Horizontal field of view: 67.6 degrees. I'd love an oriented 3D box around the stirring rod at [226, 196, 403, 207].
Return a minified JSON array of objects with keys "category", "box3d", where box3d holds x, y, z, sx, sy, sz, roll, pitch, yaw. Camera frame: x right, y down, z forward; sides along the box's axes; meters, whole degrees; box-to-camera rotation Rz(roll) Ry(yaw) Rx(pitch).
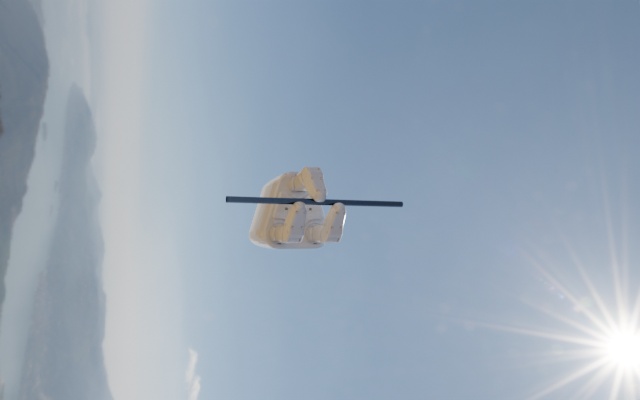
[{"category":"stirring rod","box3d":[0.000,0.002,0.609,0.239,0.011,0.011,2,-1,-22]}]
